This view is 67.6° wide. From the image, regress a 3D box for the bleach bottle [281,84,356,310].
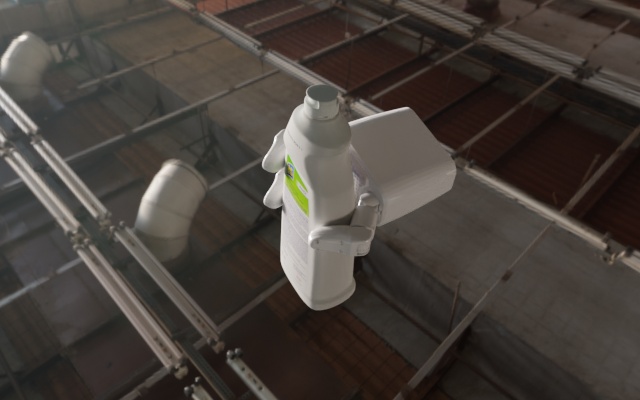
[{"bbox_3d":[0.000,0.002,0.496,0.068,0.251,0.102,-22,50,-24],"label":"bleach bottle"}]
